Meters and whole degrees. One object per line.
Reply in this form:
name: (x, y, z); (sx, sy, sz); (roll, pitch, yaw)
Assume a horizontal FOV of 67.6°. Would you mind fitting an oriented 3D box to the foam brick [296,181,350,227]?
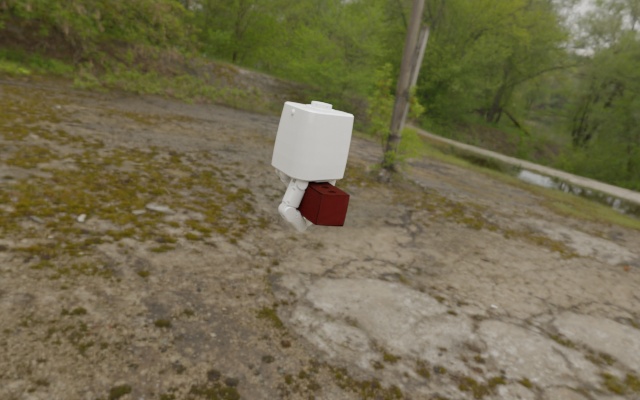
foam brick: (0.000, 0.003, 0.744); (0.053, 0.051, 0.078); (3, 18, -34)
